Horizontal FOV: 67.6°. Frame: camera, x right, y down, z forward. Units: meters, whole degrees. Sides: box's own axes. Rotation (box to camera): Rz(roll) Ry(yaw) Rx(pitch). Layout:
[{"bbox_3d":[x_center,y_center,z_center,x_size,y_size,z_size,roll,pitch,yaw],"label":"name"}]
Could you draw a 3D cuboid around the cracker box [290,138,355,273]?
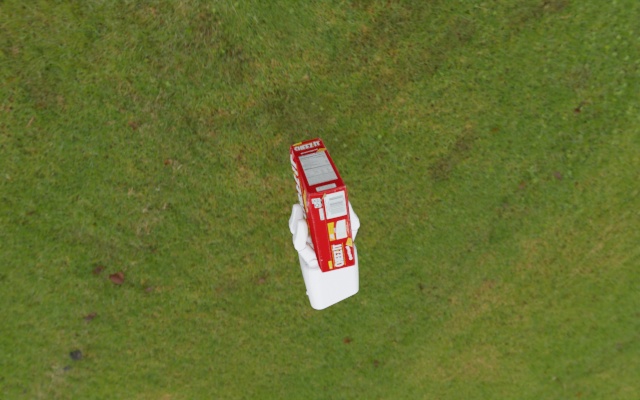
[{"bbox_3d":[0.000,0.003,0.884,0.072,0.164,0.213,-13,31,-6],"label":"cracker box"}]
